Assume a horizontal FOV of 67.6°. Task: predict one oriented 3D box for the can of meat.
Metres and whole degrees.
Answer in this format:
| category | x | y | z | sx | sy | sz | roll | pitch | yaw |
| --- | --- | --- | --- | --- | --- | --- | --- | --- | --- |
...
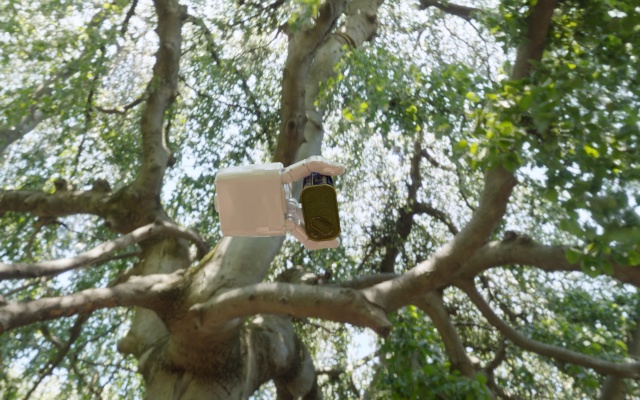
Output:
| category | x | y | z | sx | sy | sz | roll | pitch | yaw |
| --- | --- | --- | --- | --- | --- | --- | --- | --- | --- |
| can of meat | 0.000 | 0.002 | 0.788 | 0.057 | 0.102 | 0.084 | -7 | 28 | 3 |
